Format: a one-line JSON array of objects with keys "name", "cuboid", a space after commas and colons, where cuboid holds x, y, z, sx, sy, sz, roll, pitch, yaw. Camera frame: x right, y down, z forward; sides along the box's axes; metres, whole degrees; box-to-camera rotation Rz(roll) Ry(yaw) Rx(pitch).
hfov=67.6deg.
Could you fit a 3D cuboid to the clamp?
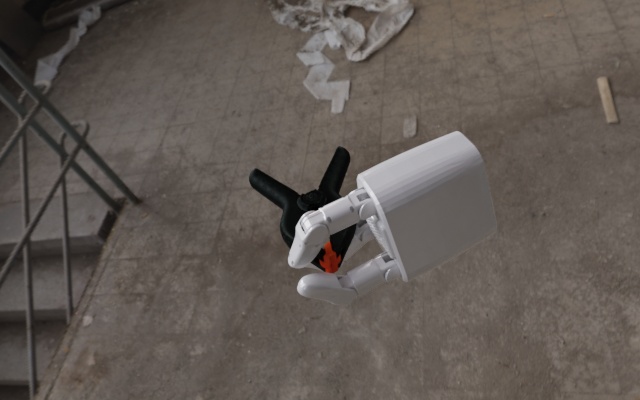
[{"name": "clamp", "cuboid": [0.000, 0.001, 0.513, 0.120, 0.039, 0.171, -26, 48, -6]}]
